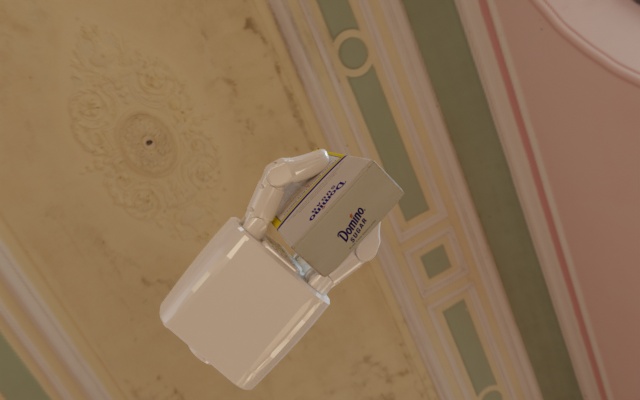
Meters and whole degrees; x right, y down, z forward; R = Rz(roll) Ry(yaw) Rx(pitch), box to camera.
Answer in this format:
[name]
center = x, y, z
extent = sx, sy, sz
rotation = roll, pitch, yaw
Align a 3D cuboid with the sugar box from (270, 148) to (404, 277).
[sugar box]
center = 0.000, 0.002, 0.441
extent = 0.048, 0.093, 0.176
rotation = 44, -3, -19
